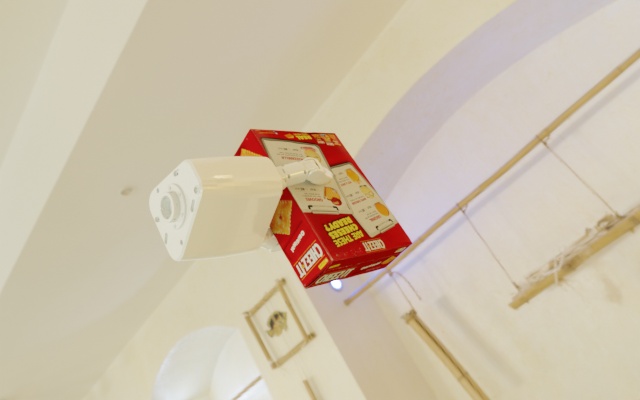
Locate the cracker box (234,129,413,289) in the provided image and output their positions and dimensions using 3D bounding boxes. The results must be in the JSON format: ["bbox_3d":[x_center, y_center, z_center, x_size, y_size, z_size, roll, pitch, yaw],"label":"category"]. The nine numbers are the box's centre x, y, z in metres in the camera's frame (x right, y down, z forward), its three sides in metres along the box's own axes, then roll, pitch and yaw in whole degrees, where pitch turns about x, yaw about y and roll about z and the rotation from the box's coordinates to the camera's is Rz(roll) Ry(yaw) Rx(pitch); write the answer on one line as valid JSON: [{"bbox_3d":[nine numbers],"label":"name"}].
[{"bbox_3d":[0.000,0.002,0.647,0.164,0.213,0.072,-5,-36,-45],"label":"cracker box"}]
